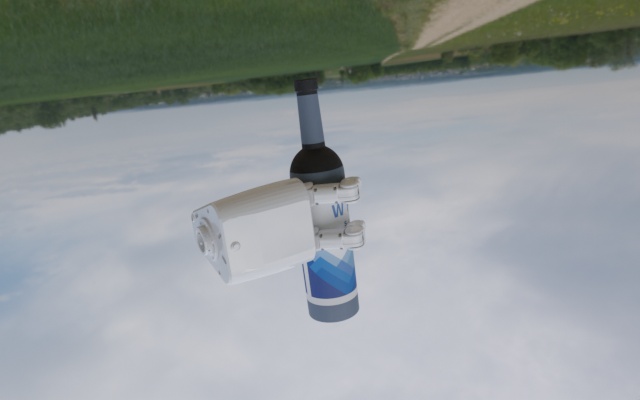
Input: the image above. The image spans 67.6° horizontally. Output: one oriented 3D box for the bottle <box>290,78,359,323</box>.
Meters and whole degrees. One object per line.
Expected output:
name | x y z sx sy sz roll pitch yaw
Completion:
bottle | 0.000 0.002 0.585 0.069 0.296 0.069 -7 15 2
